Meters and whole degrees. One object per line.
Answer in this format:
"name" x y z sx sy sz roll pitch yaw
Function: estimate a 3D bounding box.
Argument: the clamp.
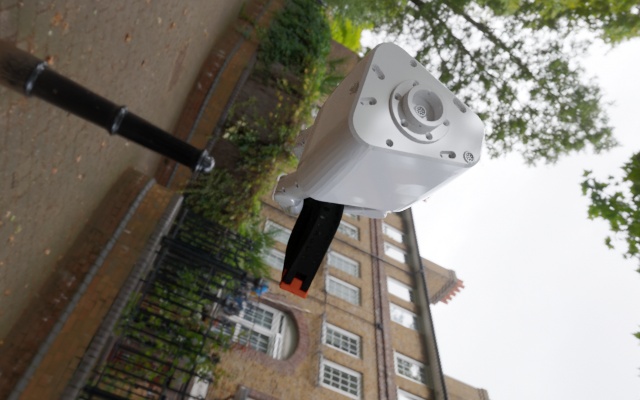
"clamp" 0.001 0.002 0.500 0.036 0.210 0.164 25 -24 -11
